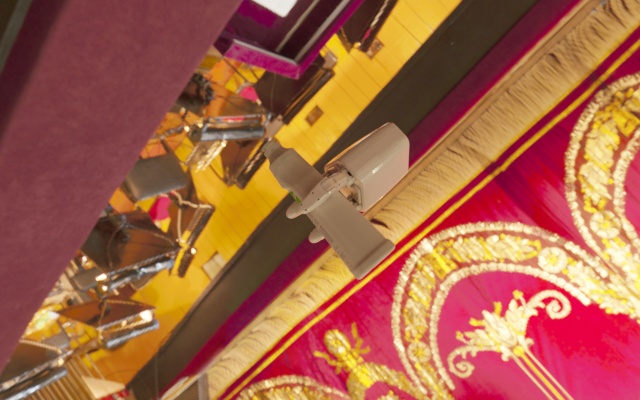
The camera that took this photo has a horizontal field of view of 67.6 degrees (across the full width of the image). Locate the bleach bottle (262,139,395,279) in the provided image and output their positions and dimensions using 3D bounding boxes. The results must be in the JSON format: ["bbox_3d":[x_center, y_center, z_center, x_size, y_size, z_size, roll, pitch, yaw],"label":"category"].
[{"bbox_3d":[0.000,0.002,0.720,0.068,0.251,0.102,-39,-11,-13],"label":"bleach bottle"}]
